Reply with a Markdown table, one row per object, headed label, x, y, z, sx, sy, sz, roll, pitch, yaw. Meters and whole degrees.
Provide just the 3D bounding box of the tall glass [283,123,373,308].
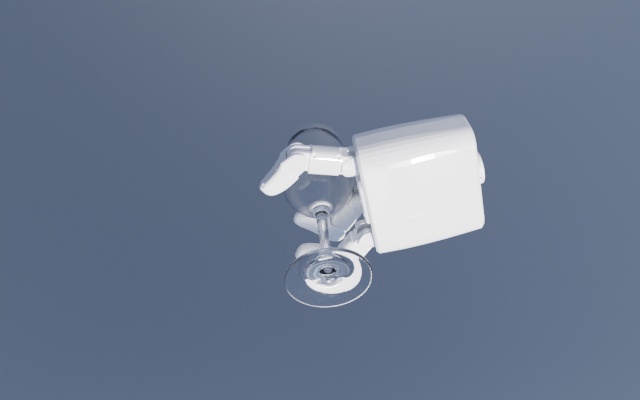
| label | x | y | z | sx | sy | sz | roll | pitch | yaw |
| --- | --- | --- | --- | --- | --- | --- | --- | --- | --- |
| tall glass | 0.000 | 0.002 | 0.471 | 0.079 | 0.079 | 0.200 | 0 | 40 | -6 |
